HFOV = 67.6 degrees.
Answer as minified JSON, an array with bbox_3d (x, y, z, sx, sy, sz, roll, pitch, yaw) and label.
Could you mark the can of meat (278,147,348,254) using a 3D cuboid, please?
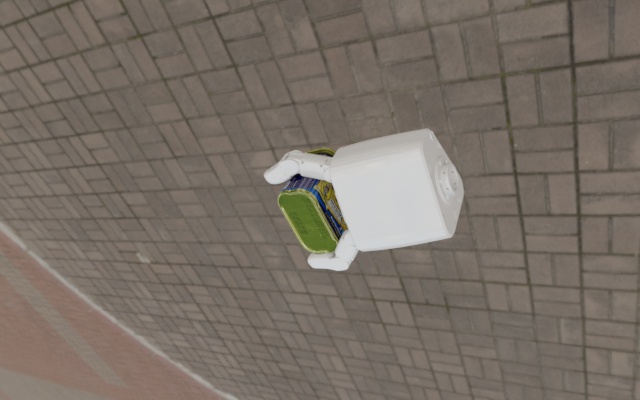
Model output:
[{"bbox_3d":[0.000,0.002,0.579,0.057,0.102,0.084,-8,35,32],"label":"can of meat"}]
